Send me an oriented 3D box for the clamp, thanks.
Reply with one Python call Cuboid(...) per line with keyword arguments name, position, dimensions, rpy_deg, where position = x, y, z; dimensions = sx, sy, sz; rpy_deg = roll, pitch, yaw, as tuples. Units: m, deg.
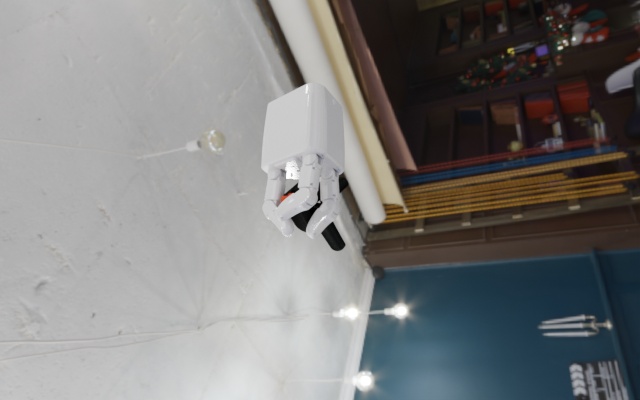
Cuboid(name="clamp", position=(-0.001, 0.002, 0.722), dimensions=(0.039, 0.120, 0.171), rpy_deg=(-6, -20, 25))
